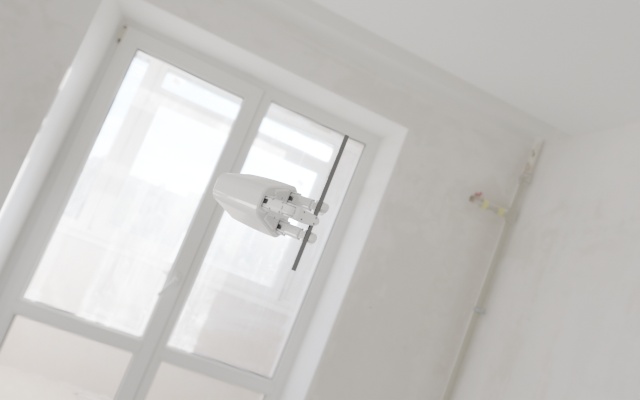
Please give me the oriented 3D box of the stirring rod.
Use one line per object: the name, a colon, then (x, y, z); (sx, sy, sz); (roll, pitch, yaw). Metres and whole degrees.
stirring rod: (0.000, 0.003, 0.789); (0.011, 0.239, 0.011); (22, -6, 2)
